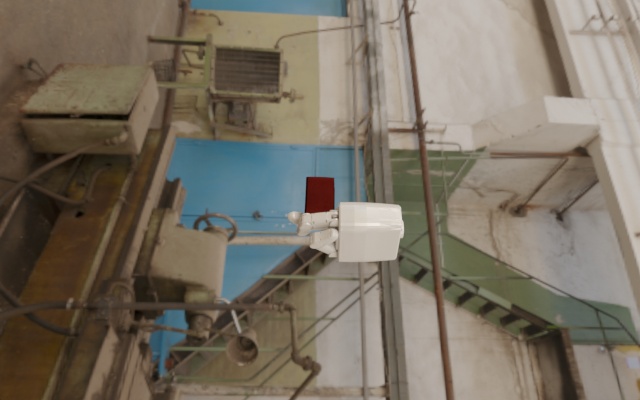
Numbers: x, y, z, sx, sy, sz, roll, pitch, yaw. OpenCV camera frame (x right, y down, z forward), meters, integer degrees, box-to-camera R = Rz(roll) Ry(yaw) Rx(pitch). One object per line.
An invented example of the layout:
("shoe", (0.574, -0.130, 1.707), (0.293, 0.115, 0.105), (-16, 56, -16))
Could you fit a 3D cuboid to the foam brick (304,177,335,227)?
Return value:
("foam brick", (0.000, 0.003, 0.862), (0.051, 0.078, 0.053), (-1, -28, 4))
